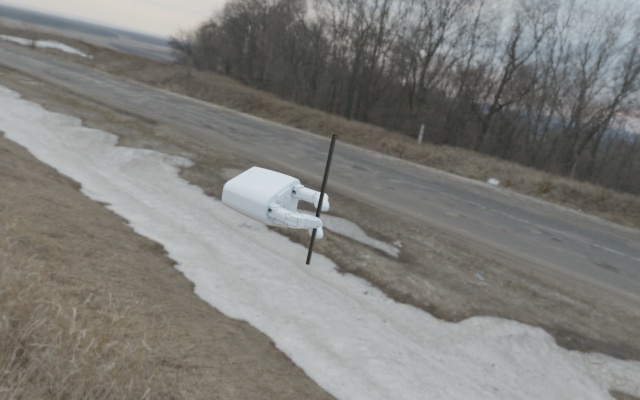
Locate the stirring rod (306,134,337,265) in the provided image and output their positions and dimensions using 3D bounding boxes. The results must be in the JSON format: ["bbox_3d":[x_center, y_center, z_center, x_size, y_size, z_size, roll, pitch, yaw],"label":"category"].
[{"bbox_3d":[0.000,0.003,0.838,0.011,0.239,0.011,11,16,-3],"label":"stirring rod"}]
